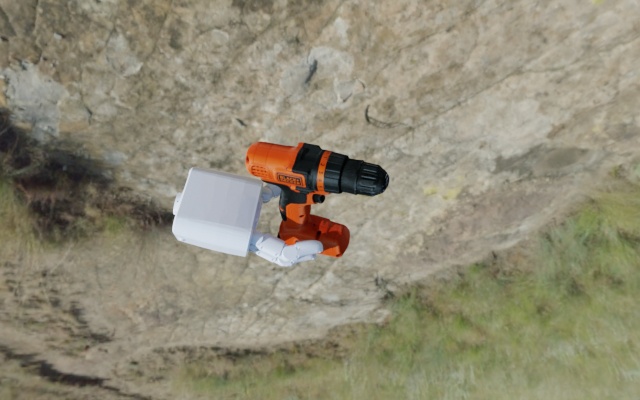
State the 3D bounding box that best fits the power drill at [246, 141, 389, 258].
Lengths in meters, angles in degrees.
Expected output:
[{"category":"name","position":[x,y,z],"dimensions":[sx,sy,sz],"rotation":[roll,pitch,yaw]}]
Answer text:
[{"category":"power drill","position":[0.000,0.002,0.649],"dimensions":[0.184,0.057,0.188],"rotation":[13,-37,15]}]
